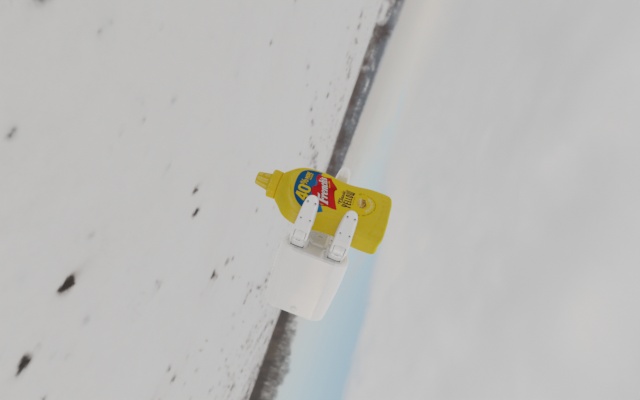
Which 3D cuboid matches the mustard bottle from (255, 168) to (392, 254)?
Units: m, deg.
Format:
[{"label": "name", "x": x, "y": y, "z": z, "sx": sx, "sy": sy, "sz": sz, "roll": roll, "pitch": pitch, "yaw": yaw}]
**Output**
[{"label": "mustard bottle", "x": 0.000, "y": 0.002, "z": 0.669, "sx": 0.191, "sy": 0.096, "sz": 0.058, "roll": 21, "pitch": -43, "yaw": 1}]
